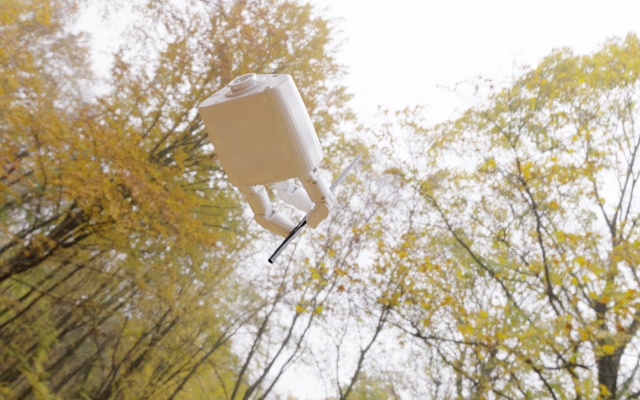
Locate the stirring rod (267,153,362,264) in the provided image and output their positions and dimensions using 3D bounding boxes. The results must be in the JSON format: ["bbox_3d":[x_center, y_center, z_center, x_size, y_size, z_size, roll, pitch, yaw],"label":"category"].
[{"bbox_3d":[0.000,0.002,0.637,0.011,0.011,0.239,0,35,37],"label":"stirring rod"}]
